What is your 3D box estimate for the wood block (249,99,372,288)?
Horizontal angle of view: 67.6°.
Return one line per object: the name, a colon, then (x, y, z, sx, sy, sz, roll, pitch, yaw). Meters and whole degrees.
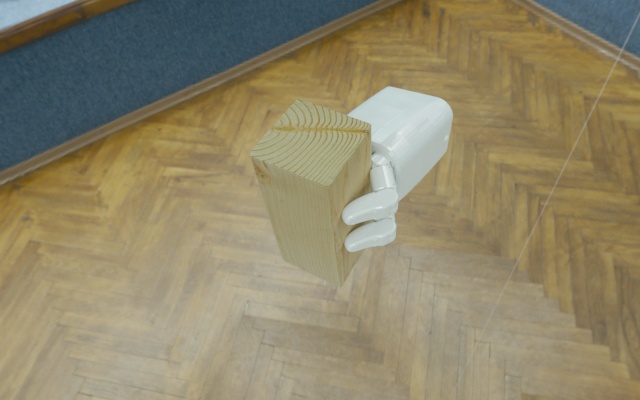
wood block: (0.000, 0.001, 0.541, 0.091, 0.090, 0.206, 24, -30, 22)
